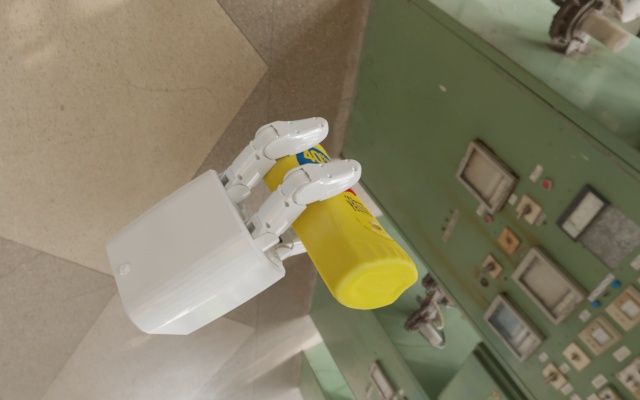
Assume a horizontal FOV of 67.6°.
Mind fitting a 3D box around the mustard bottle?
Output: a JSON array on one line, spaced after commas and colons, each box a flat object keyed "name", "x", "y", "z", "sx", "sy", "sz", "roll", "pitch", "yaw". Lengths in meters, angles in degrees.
[{"name": "mustard bottle", "x": 0.000, "y": 0.001, "z": 0.411, "sx": 0.096, "sy": 0.058, "sz": 0.191, "roll": 21, "pitch": 27, "yaw": -51}]
